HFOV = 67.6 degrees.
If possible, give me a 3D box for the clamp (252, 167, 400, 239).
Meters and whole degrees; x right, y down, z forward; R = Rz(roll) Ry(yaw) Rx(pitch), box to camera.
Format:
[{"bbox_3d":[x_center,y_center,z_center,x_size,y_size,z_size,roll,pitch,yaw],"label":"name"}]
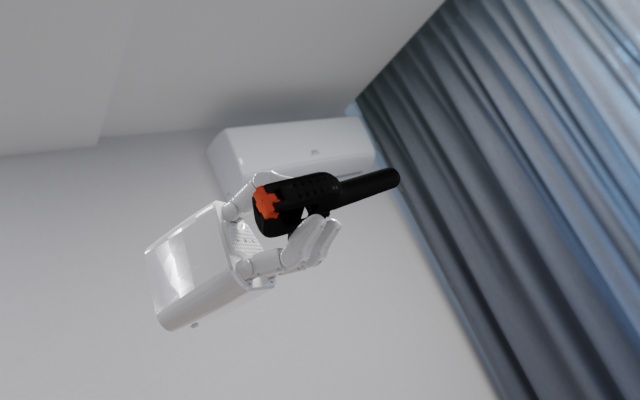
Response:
[{"bbox_3d":[-0.001,0.001,0.507,0.164,0.036,0.210,-34,-16,12],"label":"clamp"}]
